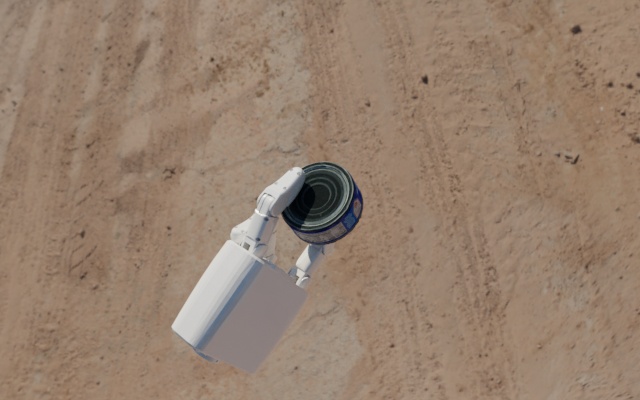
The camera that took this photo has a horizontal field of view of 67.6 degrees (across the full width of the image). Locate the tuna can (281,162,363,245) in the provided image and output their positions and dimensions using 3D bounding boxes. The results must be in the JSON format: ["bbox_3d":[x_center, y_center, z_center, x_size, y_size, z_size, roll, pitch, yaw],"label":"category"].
[{"bbox_3d":[0.000,0.001,0.507,0.086,0.086,0.034,0,-29,23],"label":"tuna can"}]
